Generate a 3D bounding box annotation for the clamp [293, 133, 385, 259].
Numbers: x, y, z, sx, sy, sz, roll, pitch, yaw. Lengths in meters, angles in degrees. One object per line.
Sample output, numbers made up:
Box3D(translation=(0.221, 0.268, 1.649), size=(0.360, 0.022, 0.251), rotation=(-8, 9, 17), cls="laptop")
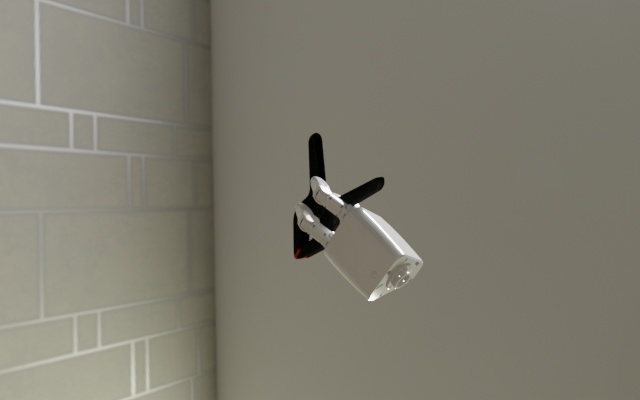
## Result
Box3D(translation=(0.001, 0.003, 0.795), size=(0.036, 0.210, 0.164), rotation=(1, 37, -48), cls="clamp")
